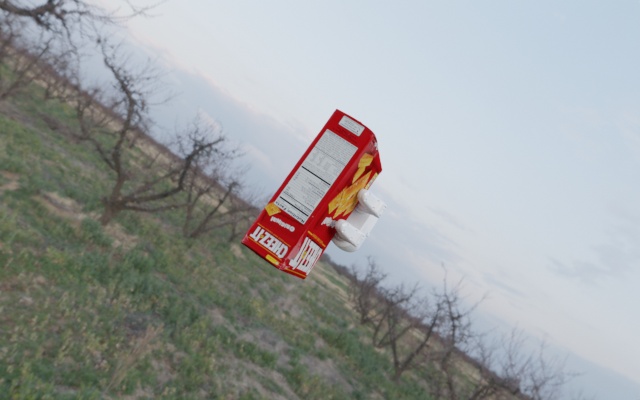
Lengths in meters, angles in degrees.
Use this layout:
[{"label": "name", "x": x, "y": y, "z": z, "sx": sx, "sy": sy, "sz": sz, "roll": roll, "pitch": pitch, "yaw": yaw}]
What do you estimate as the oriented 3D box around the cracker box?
[{"label": "cracker box", "x": 0.000, "y": 0.002, "z": 0.671, "sx": 0.072, "sy": 0.213, "sz": 0.164, "roll": 33, "pitch": -6, "yaw": 16}]
